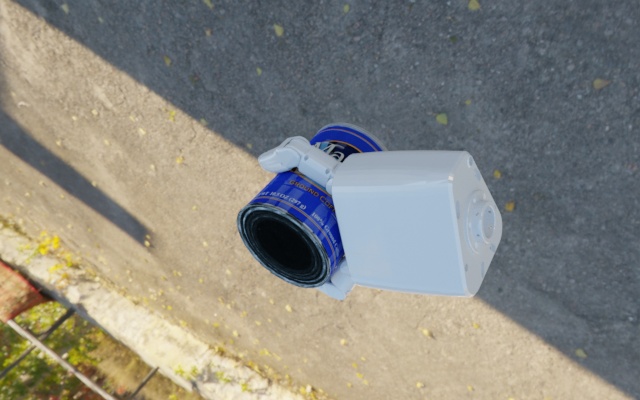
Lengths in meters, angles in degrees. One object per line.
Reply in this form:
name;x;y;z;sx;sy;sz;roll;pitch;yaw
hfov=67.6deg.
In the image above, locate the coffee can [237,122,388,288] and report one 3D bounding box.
coffee can;0.000;0.001;0.477;0.103;0.103;0.140;0;37;40
